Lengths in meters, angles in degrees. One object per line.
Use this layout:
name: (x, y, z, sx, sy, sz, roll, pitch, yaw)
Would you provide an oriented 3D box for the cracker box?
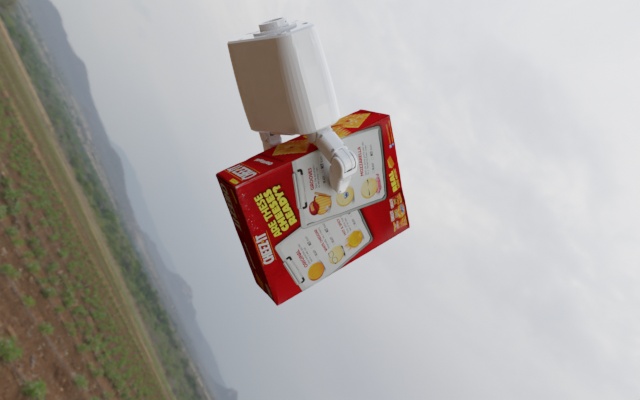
cracker box: (0.000, 0.002, 0.591, 0.213, 0.164, 0.072, -27, 29, -23)
